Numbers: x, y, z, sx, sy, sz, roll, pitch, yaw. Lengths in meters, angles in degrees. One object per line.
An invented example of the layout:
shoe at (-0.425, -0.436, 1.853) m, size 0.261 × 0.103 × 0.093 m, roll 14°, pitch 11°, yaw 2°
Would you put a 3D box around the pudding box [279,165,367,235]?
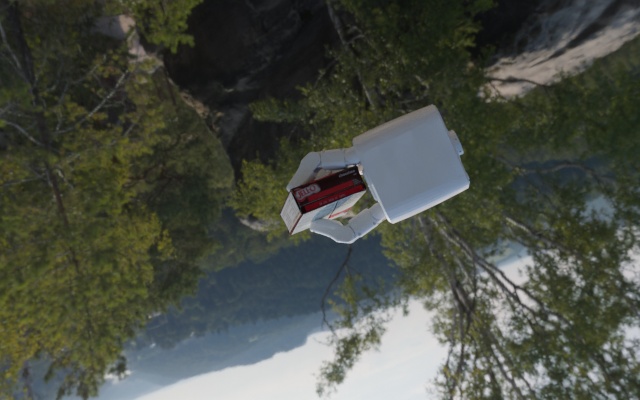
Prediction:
pudding box at (0.000, 0.002, 0.610) m, size 0.090 × 0.039 × 0.113 m, roll -20°, pitch -14°, yaw -17°
